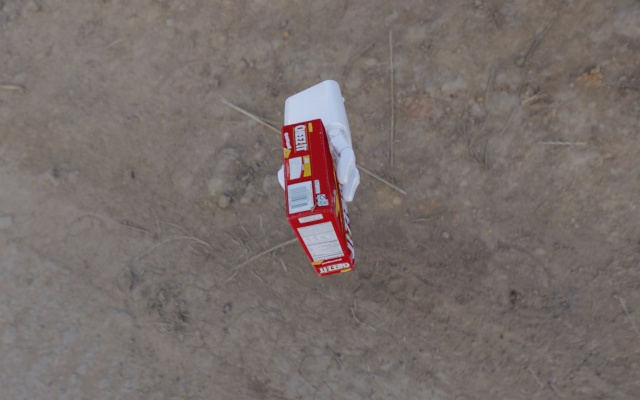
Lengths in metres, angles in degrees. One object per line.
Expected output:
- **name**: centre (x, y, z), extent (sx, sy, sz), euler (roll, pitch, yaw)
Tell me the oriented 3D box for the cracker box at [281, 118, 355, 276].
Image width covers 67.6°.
- **cracker box**: centre (0.000, 0.002, 0.759), extent (0.072, 0.164, 0.214), euler (-11, -32, 7)
